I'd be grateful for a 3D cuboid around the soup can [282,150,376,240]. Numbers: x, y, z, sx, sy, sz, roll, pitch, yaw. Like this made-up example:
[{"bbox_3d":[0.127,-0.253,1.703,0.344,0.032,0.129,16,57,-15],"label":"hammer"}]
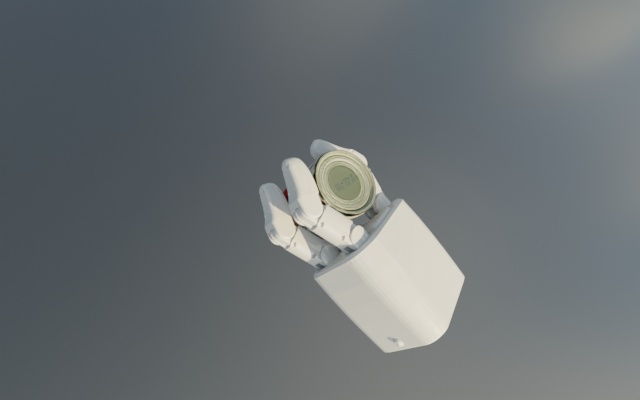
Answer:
[{"bbox_3d":[0.000,0.001,0.476,0.068,0.068,0.102,0,-22,-30],"label":"soup can"}]
